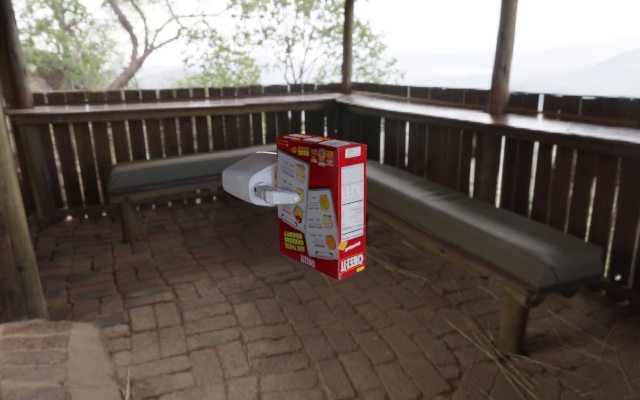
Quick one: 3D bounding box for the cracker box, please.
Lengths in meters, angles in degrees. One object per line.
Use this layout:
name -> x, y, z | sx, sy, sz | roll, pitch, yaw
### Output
cracker box -> 0.000, 0.002, 0.800 | 0.072, 0.214, 0.164 | -14, 20, -38
